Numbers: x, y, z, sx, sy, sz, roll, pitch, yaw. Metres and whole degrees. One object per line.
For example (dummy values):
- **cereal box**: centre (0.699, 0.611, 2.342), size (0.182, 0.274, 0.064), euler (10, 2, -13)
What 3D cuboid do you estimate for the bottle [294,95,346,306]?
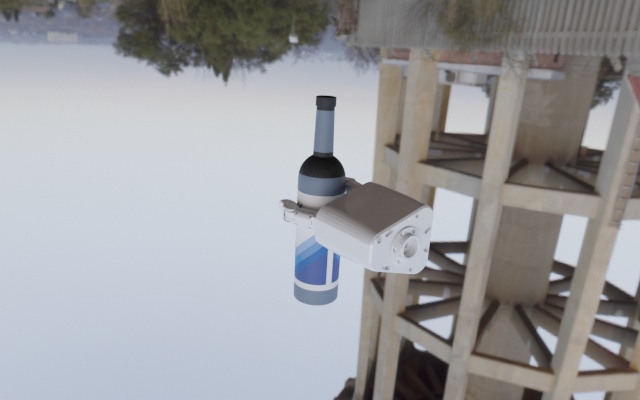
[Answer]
- **bottle**: centre (0.000, 0.002, 0.676), size (0.069, 0.296, 0.069), euler (3, 18, -1)
